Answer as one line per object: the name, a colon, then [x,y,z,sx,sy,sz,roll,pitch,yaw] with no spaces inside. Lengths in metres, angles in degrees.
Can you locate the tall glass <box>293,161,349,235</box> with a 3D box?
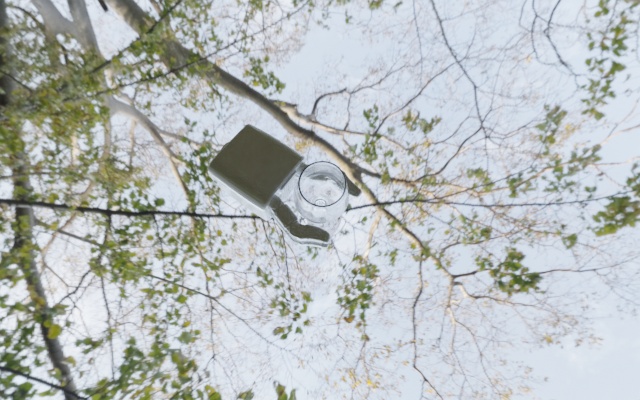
tall glass: [0.000,0.003,0.704,0.079,0.079,0.201,0,-14,-2]
